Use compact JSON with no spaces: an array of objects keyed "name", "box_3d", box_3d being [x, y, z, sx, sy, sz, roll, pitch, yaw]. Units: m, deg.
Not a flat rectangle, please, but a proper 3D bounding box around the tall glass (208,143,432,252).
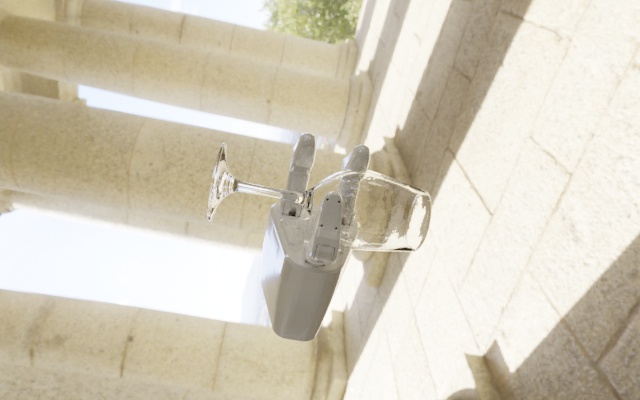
[{"name":"tall glass","box_3d":[-0.001,0.001,0.457,0.201,0.079,0.079,11,-1,-7]}]
